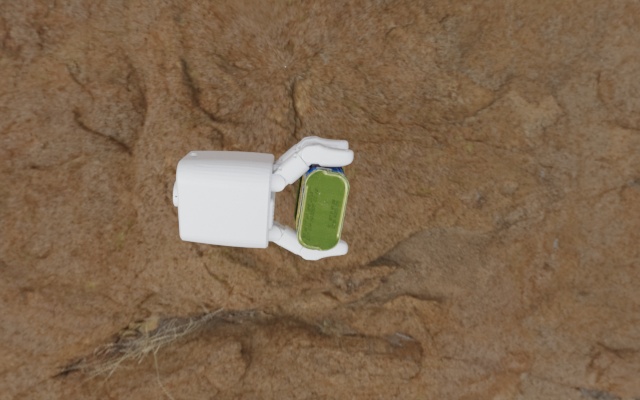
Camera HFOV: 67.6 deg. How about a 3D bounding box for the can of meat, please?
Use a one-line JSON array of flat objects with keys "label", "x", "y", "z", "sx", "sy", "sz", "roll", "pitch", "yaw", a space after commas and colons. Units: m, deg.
[{"label": "can of meat", "x": 0.000, "y": 0.002, "z": 0.582, "sx": 0.057, "sy": 0.102, "sz": 0.084, "roll": 8, "pitch": 15, "yaw": -5}]
